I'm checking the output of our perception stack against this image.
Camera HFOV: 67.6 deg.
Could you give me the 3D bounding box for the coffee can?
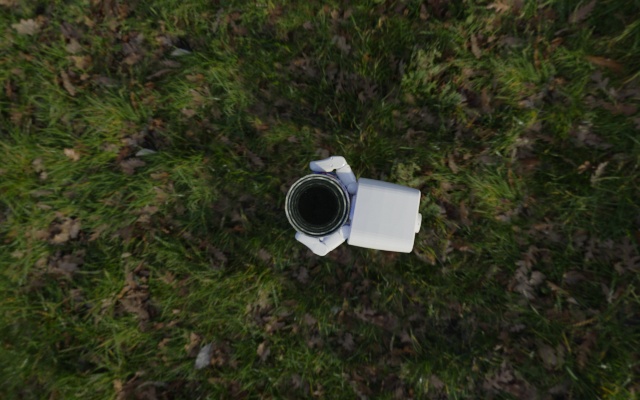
[{"bbox_3d":[0.000,0.003,0.818,0.103,0.103,0.140,0,5,5],"label":"coffee can"}]
